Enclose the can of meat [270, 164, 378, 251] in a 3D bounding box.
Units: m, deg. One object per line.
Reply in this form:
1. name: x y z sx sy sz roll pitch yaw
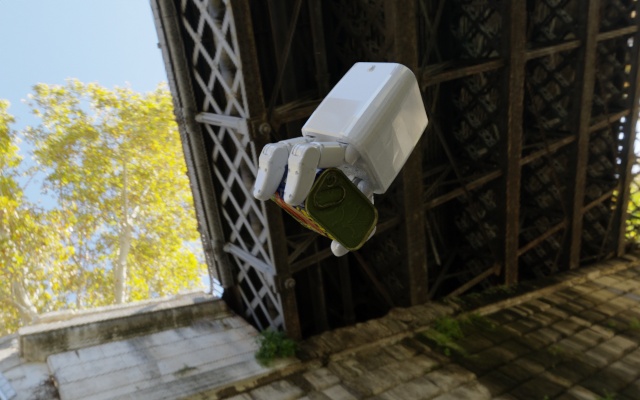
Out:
1. can of meat: 0.000 0.002 0.525 0.084 0.057 0.102 21 -17 50
